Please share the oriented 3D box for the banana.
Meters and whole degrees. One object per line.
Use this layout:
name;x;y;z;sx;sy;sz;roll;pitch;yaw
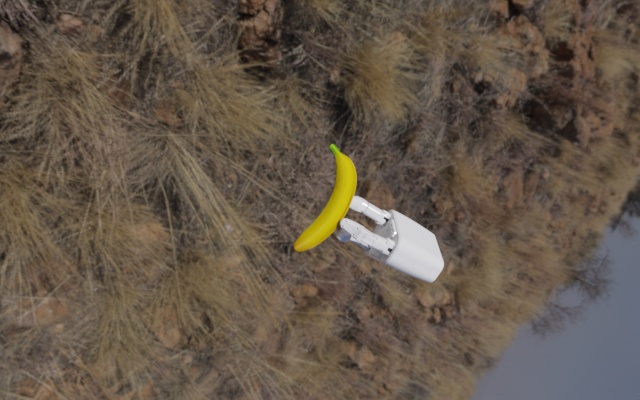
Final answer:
banana;0.017;0.005;0.825;0.069;0.198;0.037;19;-3;25
